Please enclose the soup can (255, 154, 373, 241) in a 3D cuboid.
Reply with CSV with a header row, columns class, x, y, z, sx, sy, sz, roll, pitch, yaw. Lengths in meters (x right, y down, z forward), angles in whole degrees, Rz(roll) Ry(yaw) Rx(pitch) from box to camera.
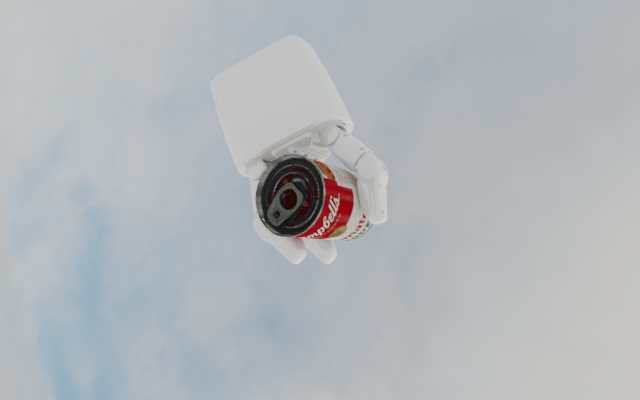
class,x,y,z,sx,sy,sz,roll,pitch,yaw
soup can,0.001,0.002,0.427,0.068,0.068,0.102,0,-6,31
